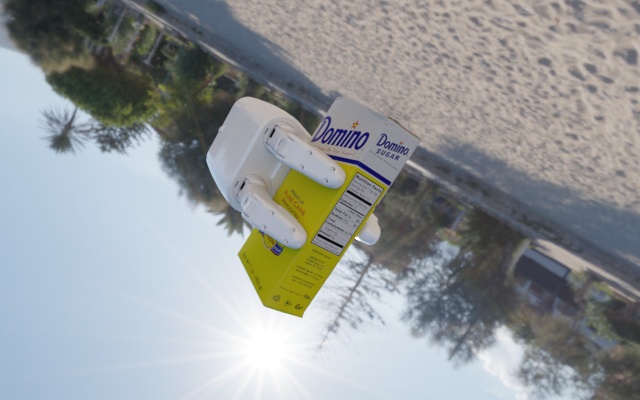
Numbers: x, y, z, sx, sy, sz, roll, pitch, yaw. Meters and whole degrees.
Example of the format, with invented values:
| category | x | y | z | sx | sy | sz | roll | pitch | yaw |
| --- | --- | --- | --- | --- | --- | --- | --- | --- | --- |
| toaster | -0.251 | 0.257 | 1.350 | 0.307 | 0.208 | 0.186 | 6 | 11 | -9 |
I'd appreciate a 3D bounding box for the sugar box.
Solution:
| category | x | y | z | sx | sy | sz | roll | pitch | yaw |
| --- | --- | --- | --- | --- | --- | --- | --- | --- | --- |
| sugar box | 0.000 | 0.001 | 0.407 | 0.048 | 0.176 | 0.093 | 26 | 9 | -31 |
